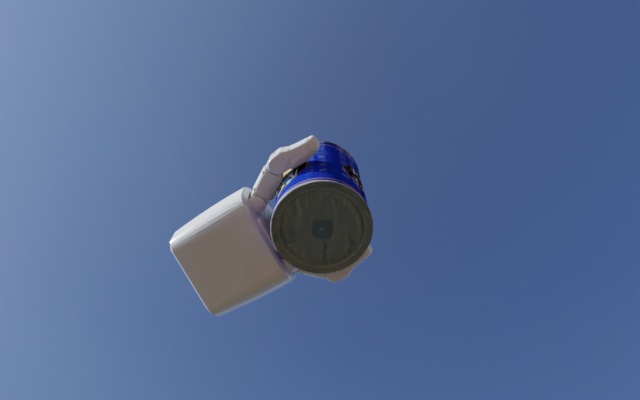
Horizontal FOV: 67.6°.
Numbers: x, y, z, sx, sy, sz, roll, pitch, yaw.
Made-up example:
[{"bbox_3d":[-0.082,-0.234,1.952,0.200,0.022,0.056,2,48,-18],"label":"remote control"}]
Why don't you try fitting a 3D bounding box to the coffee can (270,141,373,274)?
[{"bbox_3d":[0.000,0.002,0.537,0.103,0.103,0.140,0,23,-1],"label":"coffee can"}]
